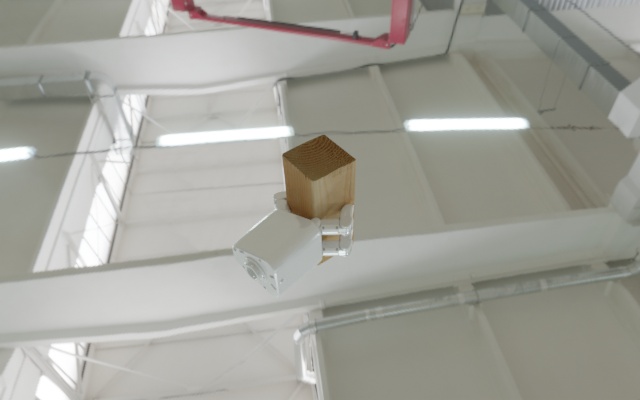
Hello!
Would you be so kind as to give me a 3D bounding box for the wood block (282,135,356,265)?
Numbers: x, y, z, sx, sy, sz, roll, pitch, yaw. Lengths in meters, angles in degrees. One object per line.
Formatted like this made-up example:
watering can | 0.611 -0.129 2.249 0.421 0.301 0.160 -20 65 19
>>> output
wood block | 0.000 0.003 0.840 0.090 0.206 0.090 -28 50 -25
